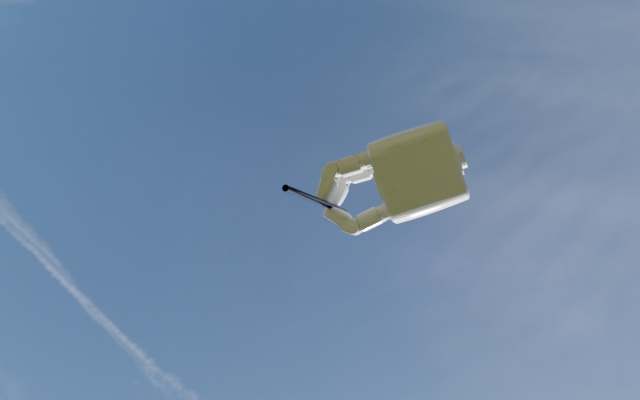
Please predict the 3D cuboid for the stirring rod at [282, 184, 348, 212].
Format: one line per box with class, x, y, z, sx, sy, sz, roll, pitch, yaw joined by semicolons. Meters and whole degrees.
stirring rod;0.000;0.002;0.630;0.011;0.011;0.239;0;-7;19
